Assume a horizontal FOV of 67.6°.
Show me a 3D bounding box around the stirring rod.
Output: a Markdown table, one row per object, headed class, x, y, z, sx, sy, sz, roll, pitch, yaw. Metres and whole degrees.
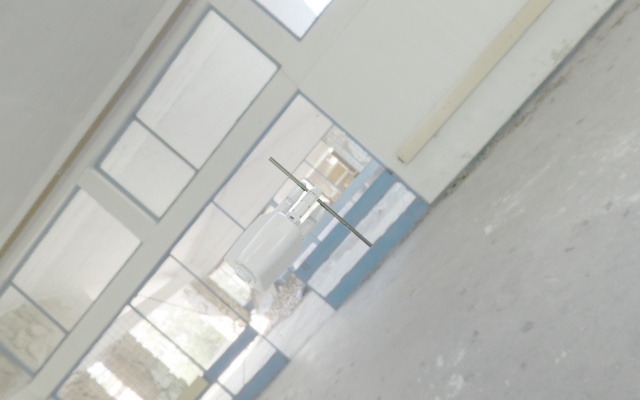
| class | x | y | z | sx | sy | sz | roll | pitch | yaw |
| --- | --- | --- | --- | --- | --- | --- | --- | --- | --- |
| stirring rod | 0.000 | 0.003 | 0.854 | 0.239 | 0.011 | 0.011 | 41 | 0 | 0 |
